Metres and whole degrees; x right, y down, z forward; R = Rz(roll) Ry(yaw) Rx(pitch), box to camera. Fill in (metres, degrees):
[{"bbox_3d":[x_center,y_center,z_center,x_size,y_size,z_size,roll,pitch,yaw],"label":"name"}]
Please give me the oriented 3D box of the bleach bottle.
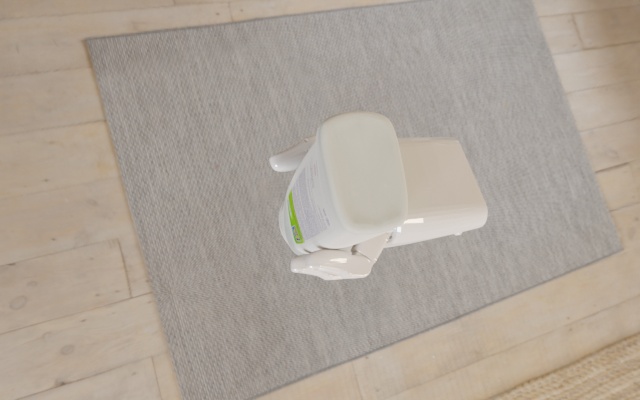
[{"bbox_3d":[0.000,0.002,0.484,0.068,0.102,0.251,-7,-8,-18],"label":"bleach bottle"}]
